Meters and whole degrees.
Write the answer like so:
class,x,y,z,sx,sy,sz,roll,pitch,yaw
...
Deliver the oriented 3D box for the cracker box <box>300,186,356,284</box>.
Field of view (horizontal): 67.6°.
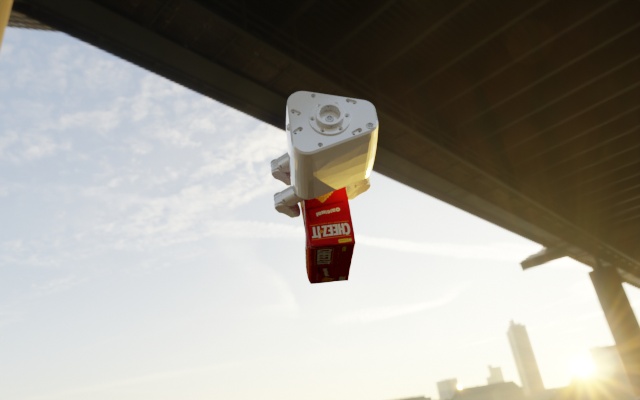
class,x,y,z,sx,sy,sz,roll,pitch,yaw
cracker box,0.000,0.002,0.739,0.072,0.213,0.164,-6,-27,-3
